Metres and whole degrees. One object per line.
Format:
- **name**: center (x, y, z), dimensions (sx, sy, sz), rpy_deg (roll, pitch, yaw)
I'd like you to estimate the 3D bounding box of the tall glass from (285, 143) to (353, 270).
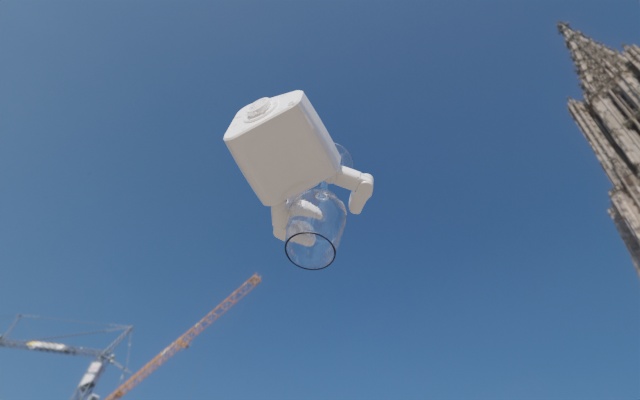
- **tall glass**: center (0.000, 0.002, 0.646), dimensions (0.079, 0.079, 0.201), rpy_deg (0, 37, 9)
